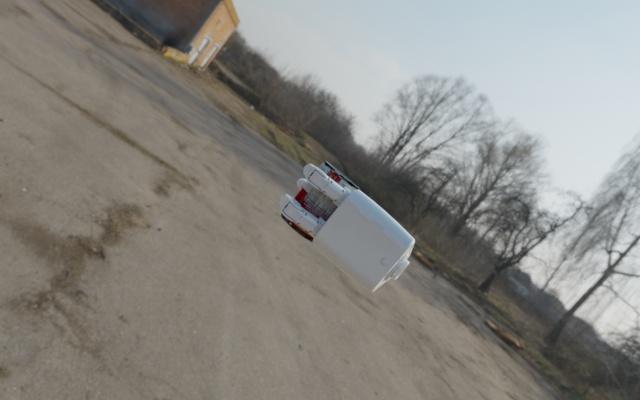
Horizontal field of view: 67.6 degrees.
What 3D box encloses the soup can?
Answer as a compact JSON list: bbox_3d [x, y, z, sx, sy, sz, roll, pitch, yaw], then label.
[{"bbox_3d":[0.000,0.002,0.691,0.068,0.102,0.068,38,6,-5],"label":"soup can"}]
